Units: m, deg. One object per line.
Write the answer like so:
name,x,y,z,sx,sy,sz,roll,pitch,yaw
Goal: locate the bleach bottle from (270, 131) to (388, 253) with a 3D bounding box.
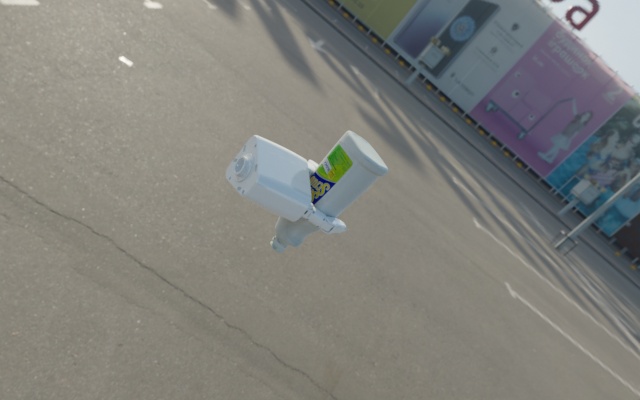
bleach bottle,0.000,0.003,0.831,0.068,0.251,0.102,26,25,-38
